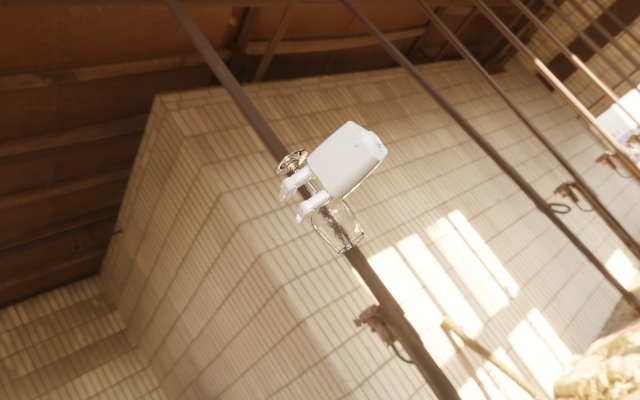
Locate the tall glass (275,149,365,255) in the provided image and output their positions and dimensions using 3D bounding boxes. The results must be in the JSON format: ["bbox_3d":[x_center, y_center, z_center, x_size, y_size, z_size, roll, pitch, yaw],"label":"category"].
[{"bbox_3d":[0.000,0.002,0.893,0.079,0.201,0.079,-33,-15,-10],"label":"tall glass"}]
